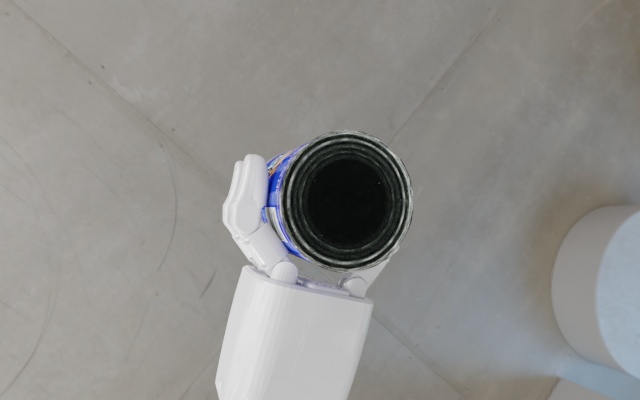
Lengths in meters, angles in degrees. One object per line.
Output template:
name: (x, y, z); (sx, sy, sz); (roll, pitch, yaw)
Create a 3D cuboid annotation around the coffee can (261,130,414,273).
coffee can: (0.000, 0.001, 0.406); (0.103, 0.103, 0.140); (0, -1, -17)
